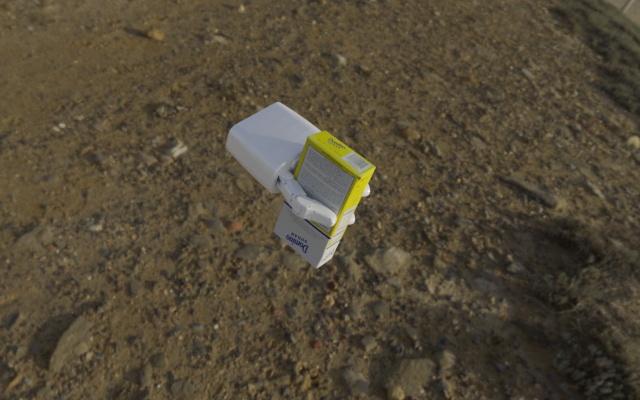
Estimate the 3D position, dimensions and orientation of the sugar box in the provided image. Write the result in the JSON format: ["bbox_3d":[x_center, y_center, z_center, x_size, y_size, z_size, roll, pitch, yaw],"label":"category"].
[{"bbox_3d":[0.000,0.002,0.668,0.093,0.176,0.048,39,42,20],"label":"sugar box"}]
